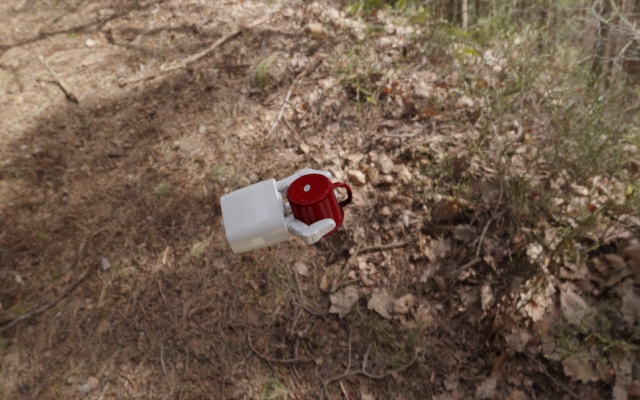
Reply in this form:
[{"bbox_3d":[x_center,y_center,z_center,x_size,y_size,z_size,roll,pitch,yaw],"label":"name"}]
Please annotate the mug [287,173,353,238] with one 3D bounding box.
[{"bbox_3d":[0.001,0.002,0.842,0.117,0.082,0.093,-19,42,0],"label":"mug"}]
